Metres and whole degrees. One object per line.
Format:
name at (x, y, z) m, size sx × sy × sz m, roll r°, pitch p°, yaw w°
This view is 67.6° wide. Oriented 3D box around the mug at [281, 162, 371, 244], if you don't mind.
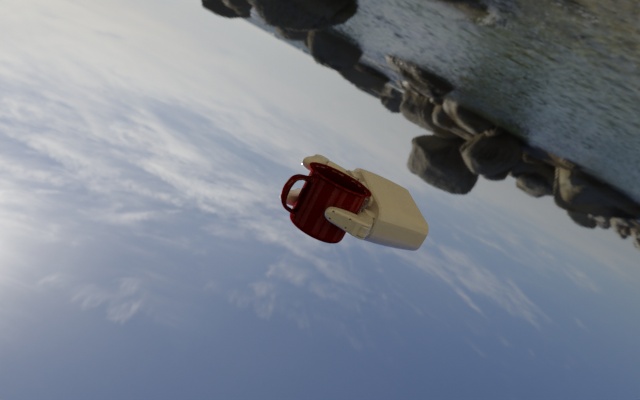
mug at (-0.001, 0.002, 0.643) m, size 0.117 × 0.081 × 0.093 m, roll 17°, pitch 18°, yaw -33°
